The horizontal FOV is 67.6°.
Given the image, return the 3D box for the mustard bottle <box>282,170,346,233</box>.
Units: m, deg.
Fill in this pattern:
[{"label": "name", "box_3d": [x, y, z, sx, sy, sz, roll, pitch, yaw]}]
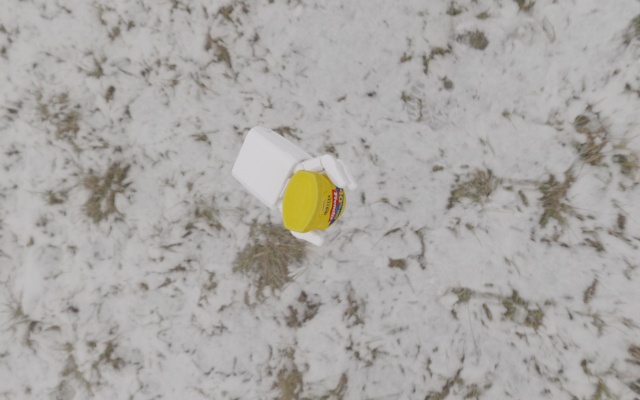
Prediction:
[{"label": "mustard bottle", "box_3d": [0.000, 0.003, 0.808, 0.058, 0.096, 0.191, 12, 3, 20]}]
